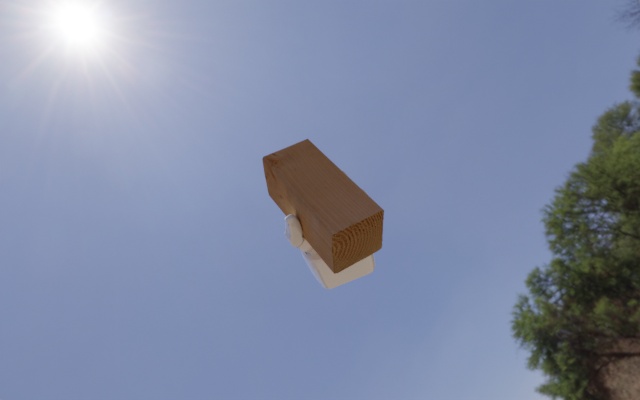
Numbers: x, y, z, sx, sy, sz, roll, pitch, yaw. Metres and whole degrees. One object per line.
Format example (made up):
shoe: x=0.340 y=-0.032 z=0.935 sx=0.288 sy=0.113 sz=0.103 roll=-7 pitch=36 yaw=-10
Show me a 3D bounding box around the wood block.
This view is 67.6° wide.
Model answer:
wood block: x=0.000 y=0.003 z=0.750 sx=0.091 sy=0.090 sz=0.206 roll=-26 pitch=48 yaw=-21
